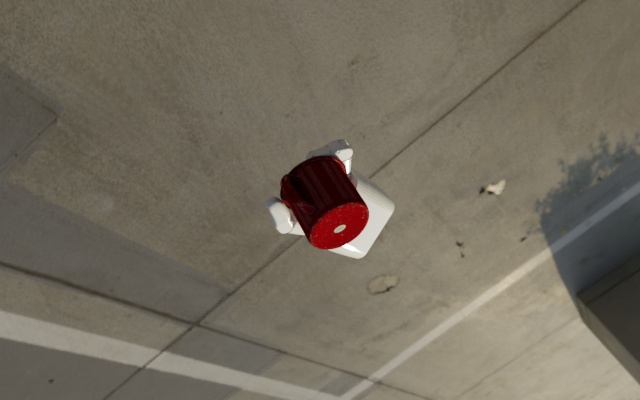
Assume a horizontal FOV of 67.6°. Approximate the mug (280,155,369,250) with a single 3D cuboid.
[{"bbox_3d":[-0.001,0.002,0.576,0.117,0.093,0.081,26,25,-45],"label":"mug"}]
